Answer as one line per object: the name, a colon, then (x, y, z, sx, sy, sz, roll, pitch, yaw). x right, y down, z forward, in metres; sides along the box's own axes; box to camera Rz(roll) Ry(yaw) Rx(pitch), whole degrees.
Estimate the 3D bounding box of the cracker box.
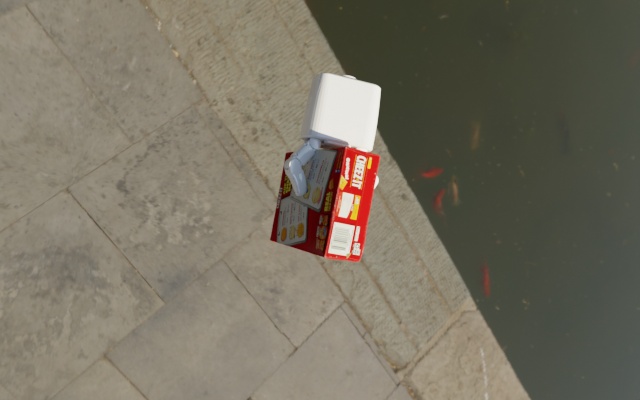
cracker box: (0.000, 0.003, 0.780, 0.072, 0.164, 0.213, 12, -3, -27)
